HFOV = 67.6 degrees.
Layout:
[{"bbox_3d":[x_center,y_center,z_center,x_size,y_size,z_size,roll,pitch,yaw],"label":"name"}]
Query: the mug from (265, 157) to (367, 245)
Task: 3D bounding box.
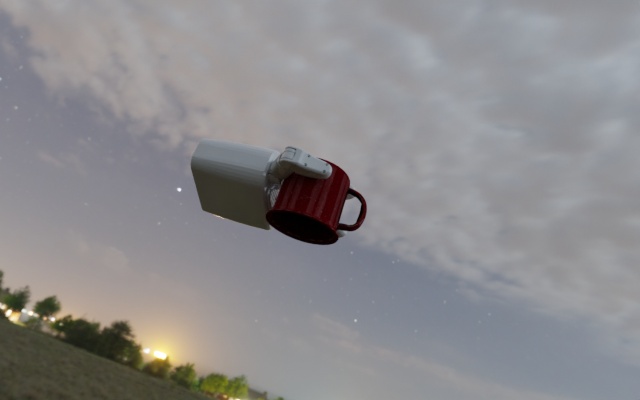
[{"bbox_3d":[0.002,0.002,0.591,0.117,0.081,0.093,13,-24,12],"label":"mug"}]
